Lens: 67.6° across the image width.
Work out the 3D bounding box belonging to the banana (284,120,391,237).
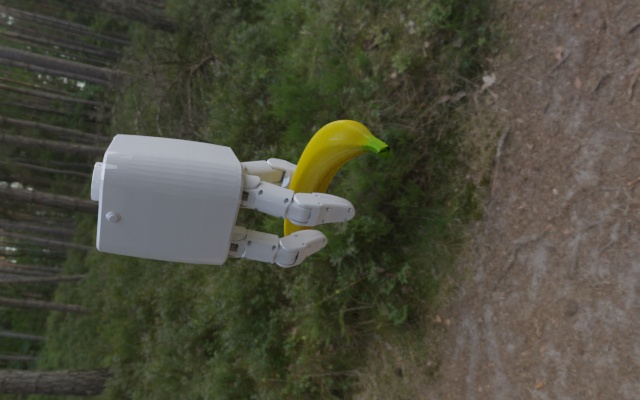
[{"bbox_3d":[-0.002,-0.016,0.458,0.037,0.069,0.198,3,-32,-25],"label":"banana"}]
